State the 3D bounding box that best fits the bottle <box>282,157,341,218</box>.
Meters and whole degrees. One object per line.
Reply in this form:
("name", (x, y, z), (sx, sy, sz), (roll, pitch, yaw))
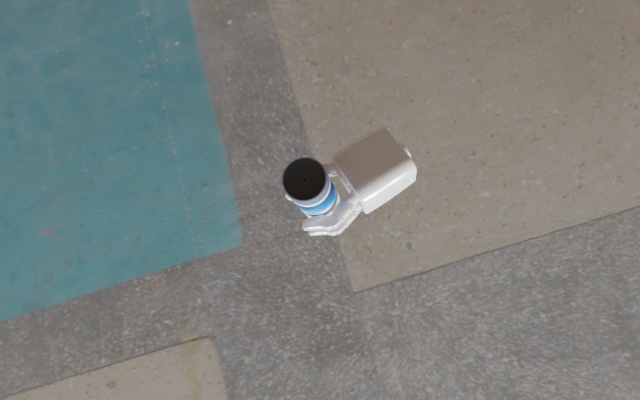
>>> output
("bottle", (0.000, 0.003, 0.821), (0.069, 0.069, 0.296), (0, -13, 9))
